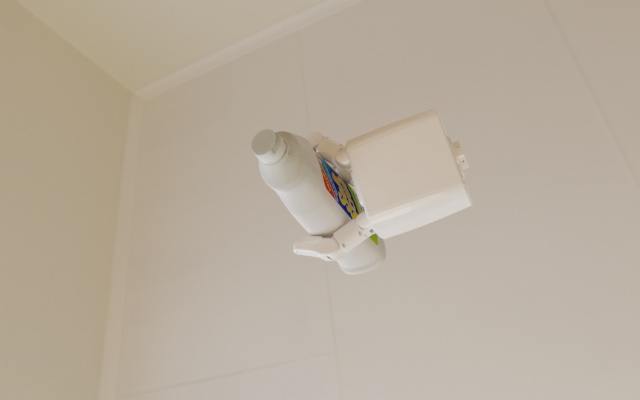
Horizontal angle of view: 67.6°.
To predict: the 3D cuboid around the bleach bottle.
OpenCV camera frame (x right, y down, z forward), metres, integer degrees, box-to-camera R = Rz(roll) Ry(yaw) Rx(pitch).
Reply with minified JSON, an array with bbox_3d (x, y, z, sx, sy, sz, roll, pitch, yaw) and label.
[{"bbox_3d":[0.000,0.002,0.554,0.068,0.102,0.251,-22,-32,17],"label":"bleach bottle"}]
